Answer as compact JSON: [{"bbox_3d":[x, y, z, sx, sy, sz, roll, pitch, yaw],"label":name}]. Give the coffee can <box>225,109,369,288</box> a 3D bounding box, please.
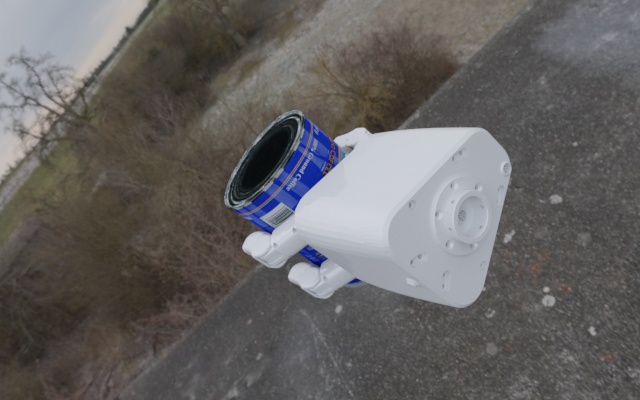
[{"bbox_3d":[0.000,0.001,0.435,0.140,0.102,0.103,37,-18,-26],"label":"coffee can"}]
